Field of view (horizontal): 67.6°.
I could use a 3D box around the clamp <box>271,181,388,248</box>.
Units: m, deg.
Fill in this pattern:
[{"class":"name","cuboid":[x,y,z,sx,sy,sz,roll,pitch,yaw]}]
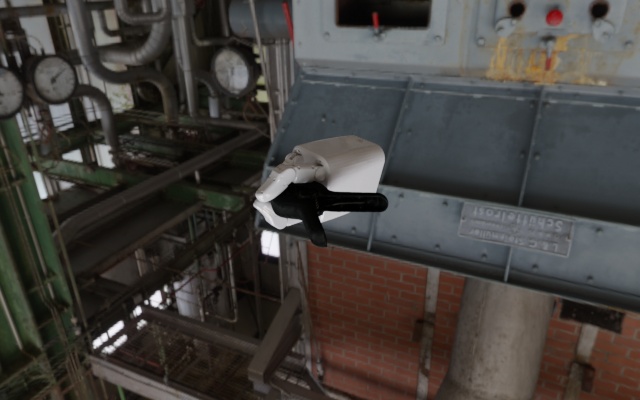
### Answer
[{"class":"clamp","cuboid":[0.000,0.003,0.621,0.120,0.039,0.171,-17,30,-30]}]
